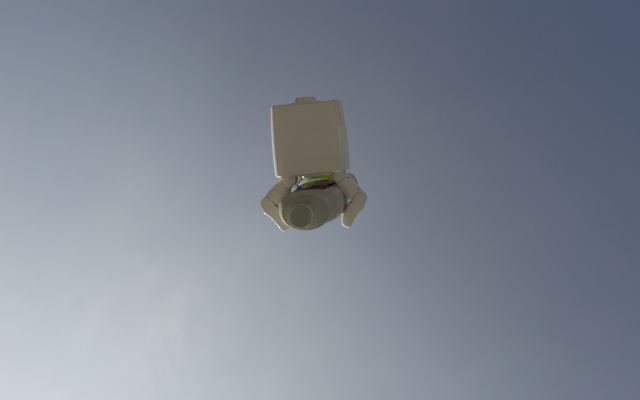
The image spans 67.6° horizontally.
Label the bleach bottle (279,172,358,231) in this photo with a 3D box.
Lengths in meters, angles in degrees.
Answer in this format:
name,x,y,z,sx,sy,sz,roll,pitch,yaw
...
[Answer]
name,x,y,z,sx,sy,sz,roll,pitch,yaw
bleach bottle,0.000,0.002,0.741,0.102,0.068,0.251,-4,8,9
